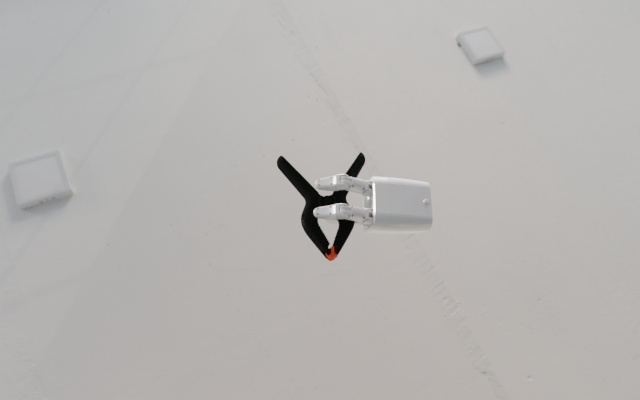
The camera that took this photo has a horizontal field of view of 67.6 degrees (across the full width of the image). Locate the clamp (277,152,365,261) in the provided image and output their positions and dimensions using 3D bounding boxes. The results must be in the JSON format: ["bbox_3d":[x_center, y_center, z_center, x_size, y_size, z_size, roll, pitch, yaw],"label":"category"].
[{"bbox_3d":[0.000,0.004,0.853,0.164,0.210,0.036,3,-24,-3],"label":"clamp"}]
